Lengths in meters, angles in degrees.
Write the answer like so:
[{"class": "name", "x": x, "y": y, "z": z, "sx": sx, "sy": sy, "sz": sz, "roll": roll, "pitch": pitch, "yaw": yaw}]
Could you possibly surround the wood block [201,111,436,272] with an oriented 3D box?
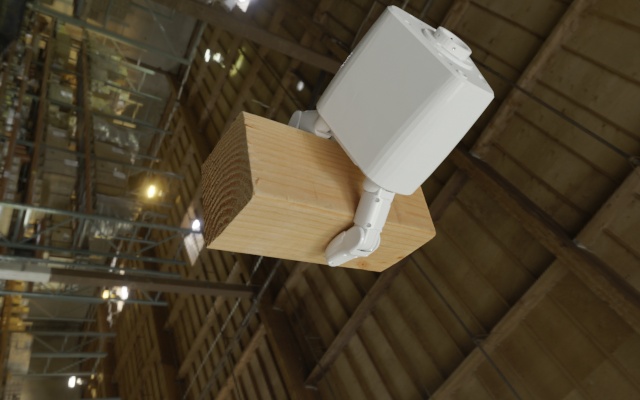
[{"class": "wood block", "x": 0.000, "y": 0.002, "z": 0.462, "sx": 0.206, "sy": 0.090, "sz": 0.090, "roll": 13, "pitch": -39, "yaw": -34}]
